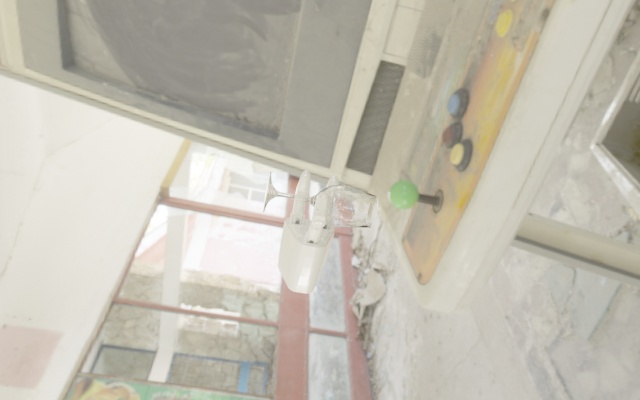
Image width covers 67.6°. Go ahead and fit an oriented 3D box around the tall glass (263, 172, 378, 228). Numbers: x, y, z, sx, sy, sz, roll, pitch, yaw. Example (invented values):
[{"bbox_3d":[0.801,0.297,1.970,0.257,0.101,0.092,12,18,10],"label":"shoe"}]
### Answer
[{"bbox_3d":[-0.001,0.003,0.871,0.201,0.079,0.079,10,-1,-8],"label":"tall glass"}]
